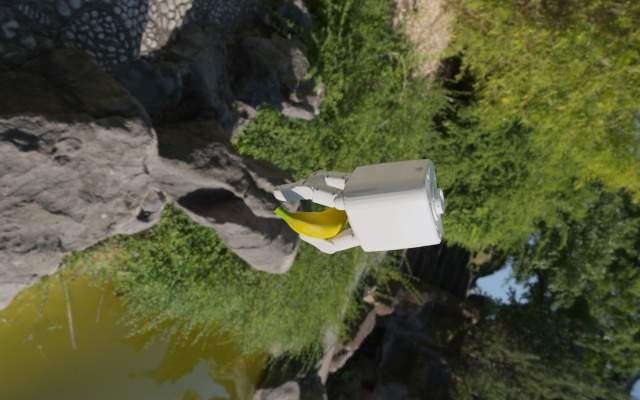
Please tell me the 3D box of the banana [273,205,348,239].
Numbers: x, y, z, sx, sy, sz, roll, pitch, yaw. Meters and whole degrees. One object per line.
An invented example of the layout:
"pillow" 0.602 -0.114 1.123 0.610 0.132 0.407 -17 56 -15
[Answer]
"banana" 0.008 0.019 0.695 0.037 0.069 0.198 -34 -8 25
